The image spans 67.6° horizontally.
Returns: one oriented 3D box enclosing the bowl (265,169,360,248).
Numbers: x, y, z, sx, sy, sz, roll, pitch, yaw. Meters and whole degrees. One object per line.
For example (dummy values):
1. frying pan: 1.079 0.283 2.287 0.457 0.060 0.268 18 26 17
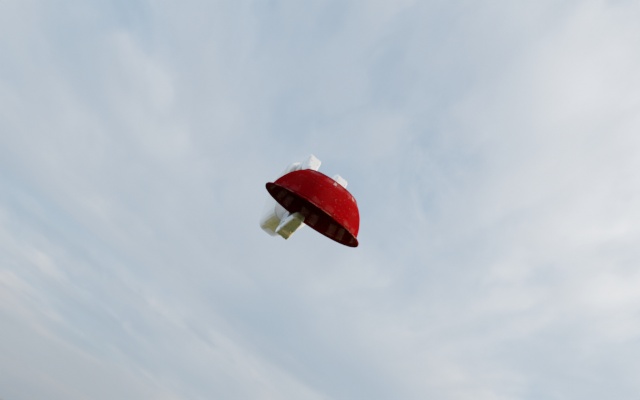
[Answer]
1. bowl: 0.001 0.002 0.697 0.162 0.055 0.162 32 -13 8
